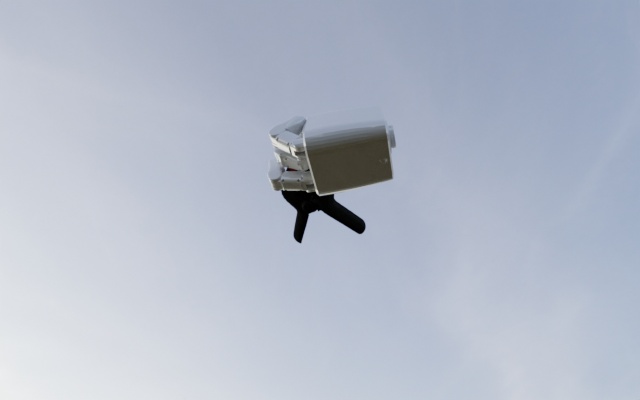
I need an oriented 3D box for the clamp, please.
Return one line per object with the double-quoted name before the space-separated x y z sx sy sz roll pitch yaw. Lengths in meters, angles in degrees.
"clamp" 0.000 0.002 0.721 0.120 0.039 0.172 -8 -45 9
